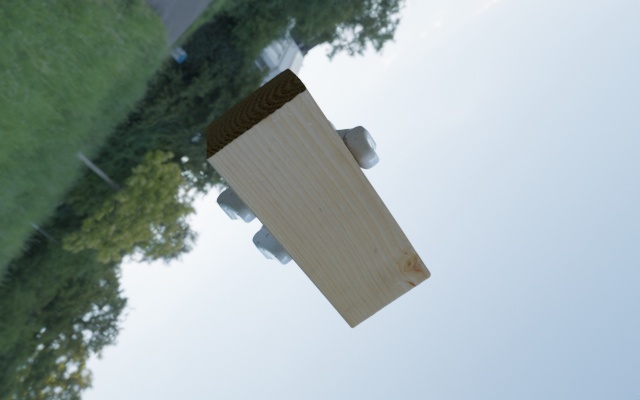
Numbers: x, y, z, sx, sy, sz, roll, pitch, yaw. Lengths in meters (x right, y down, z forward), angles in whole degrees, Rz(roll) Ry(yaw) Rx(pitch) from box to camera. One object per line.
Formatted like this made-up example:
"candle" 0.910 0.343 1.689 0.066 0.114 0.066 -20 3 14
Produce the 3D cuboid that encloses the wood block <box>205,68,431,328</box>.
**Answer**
"wood block" 0.000 0.001 0.421 0.091 0.206 0.090 -35 28 4
